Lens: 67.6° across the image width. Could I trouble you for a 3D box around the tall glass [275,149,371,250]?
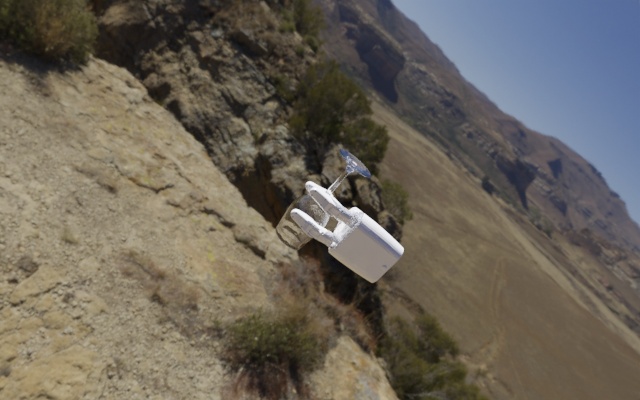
[{"bbox_3d":[0.000,0.002,0.889,0.079,0.201,0.079,37,19,-15],"label":"tall glass"}]
